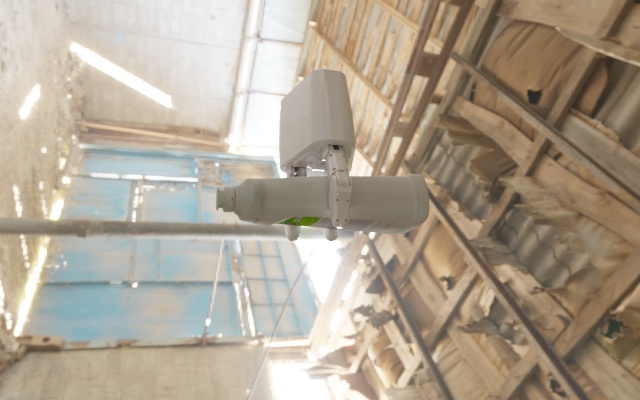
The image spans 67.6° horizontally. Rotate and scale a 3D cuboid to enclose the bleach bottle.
[{"bbox_3d":[0.000,0.002,0.593,0.251,0.068,0.102,3,-19,-18],"label":"bleach bottle"}]
